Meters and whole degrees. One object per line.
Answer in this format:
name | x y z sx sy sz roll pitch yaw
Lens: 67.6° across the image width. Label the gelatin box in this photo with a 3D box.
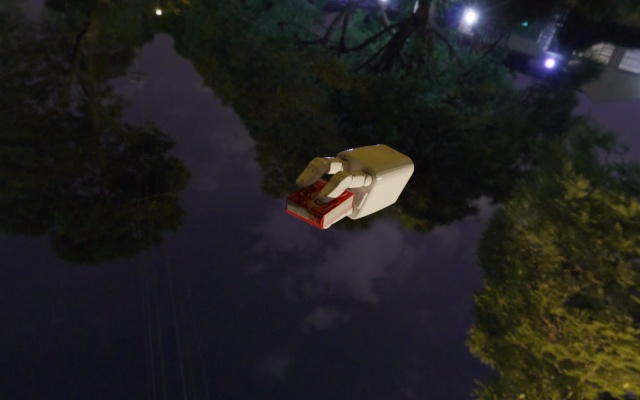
gelatin box | 0.000 0.003 0.758 0.073 0.030 0.089 25 37 27
